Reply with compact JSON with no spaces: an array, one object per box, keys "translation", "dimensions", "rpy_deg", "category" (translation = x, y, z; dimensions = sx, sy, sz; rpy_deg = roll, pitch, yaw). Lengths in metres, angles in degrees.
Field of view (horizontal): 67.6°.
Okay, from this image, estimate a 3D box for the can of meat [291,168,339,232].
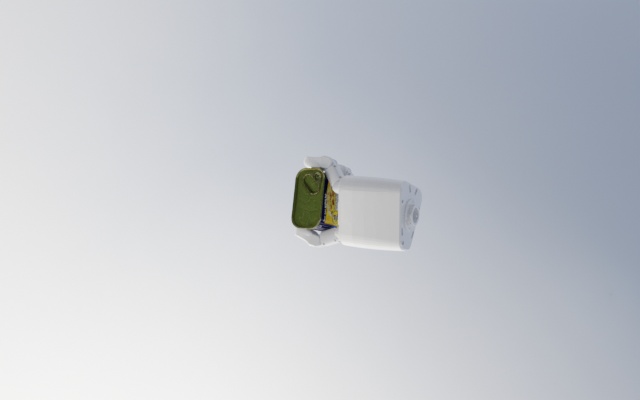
[{"translation":[0.000,0.003,0.815],"dimensions":[0.057,0.102,0.084],"rpy_deg":[0,-9,32],"category":"can of meat"}]
